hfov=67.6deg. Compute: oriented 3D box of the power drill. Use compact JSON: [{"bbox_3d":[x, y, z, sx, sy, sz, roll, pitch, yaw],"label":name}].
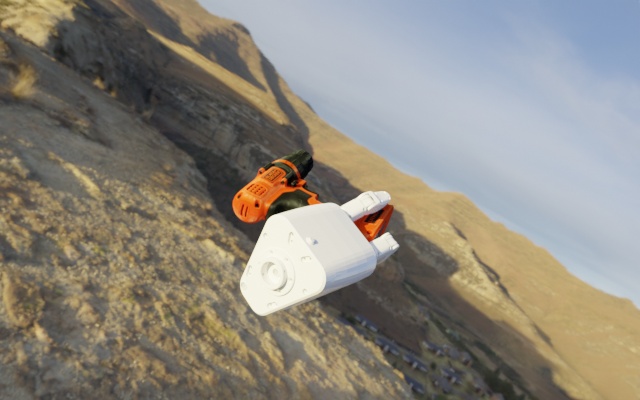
[{"bbox_3d":[0.000,0.002,0.654,0.187,0.057,0.184,24,36,14],"label":"power drill"}]
